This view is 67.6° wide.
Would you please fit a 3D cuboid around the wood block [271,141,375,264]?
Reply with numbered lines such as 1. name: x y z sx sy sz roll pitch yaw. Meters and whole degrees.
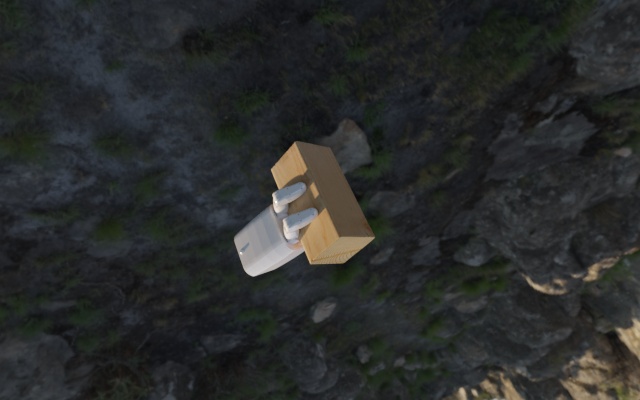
1. wood block: 0.000 0.003 0.864 0.091 0.206 0.090 6 -40 -45
